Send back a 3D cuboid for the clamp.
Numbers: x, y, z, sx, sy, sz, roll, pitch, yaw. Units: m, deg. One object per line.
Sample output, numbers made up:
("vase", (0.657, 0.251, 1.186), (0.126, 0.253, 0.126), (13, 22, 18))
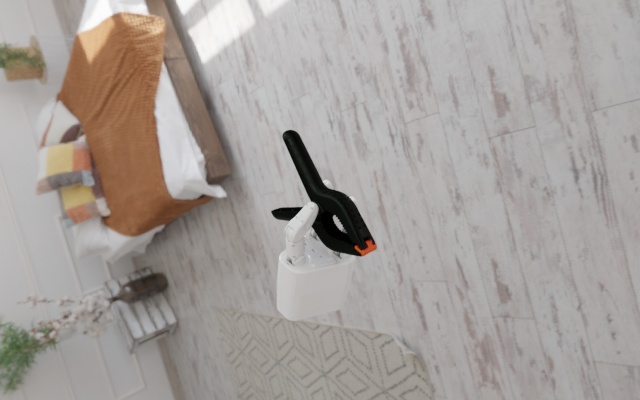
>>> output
("clamp", (0.000, 0.003, 0.693), (0.036, 0.165, 0.210), (-23, 43, -36))
